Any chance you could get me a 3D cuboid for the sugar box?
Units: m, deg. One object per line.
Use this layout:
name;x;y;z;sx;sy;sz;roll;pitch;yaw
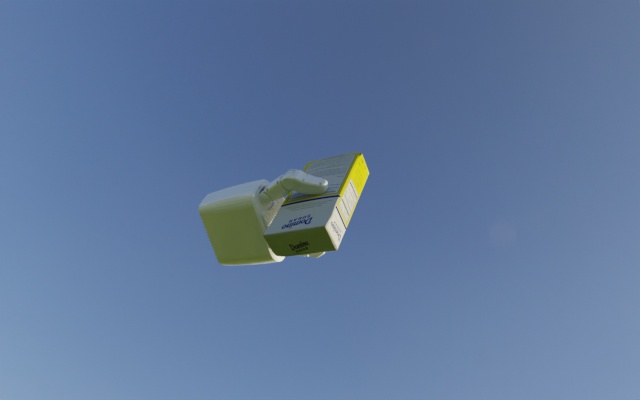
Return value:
sugar box;0.000;0.003;0.649;0.093;0.048;0.176;-10;34;28
